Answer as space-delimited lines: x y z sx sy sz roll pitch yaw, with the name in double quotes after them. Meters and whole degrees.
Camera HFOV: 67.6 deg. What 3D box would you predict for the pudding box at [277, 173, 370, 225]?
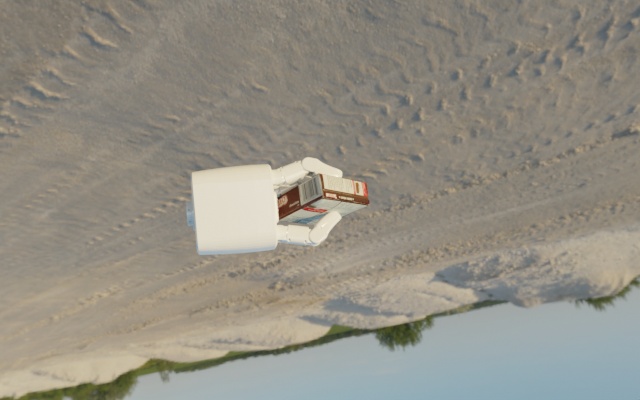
0.000 0.002 0.688 0.090 0.039 0.113 8 -22 -39 "pudding box"
